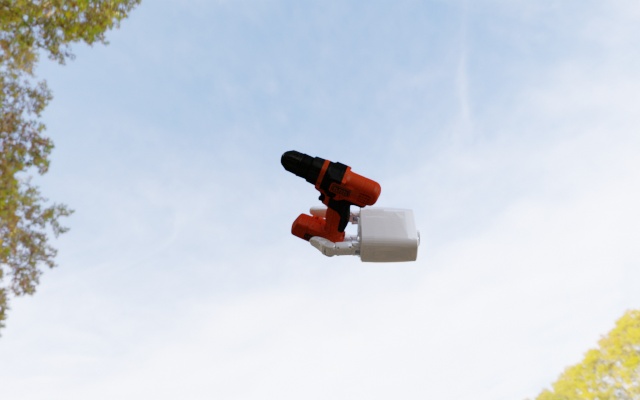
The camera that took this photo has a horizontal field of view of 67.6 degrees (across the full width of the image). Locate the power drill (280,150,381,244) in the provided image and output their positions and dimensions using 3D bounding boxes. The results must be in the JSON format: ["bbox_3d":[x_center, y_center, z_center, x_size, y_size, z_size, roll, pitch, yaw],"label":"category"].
[{"bbox_3d":[0.000,0.003,0.879,0.184,0.057,0.188,23,-42,2],"label":"power drill"}]
